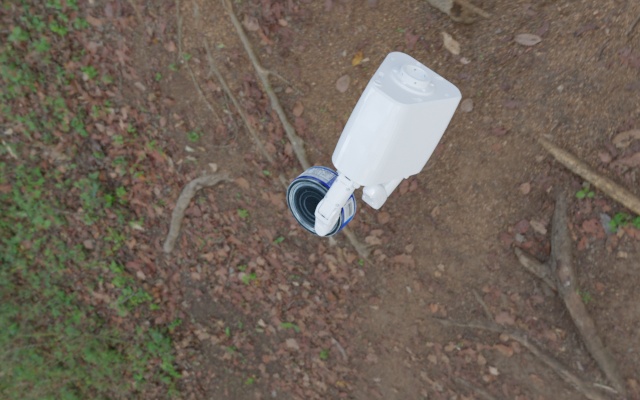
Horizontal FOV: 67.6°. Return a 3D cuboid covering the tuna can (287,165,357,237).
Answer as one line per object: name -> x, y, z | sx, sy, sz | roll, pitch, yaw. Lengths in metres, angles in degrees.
tuna can -> 0.000, 0.002, 0.596 | 0.086, 0.086, 0.033 | 0, 29, 40
